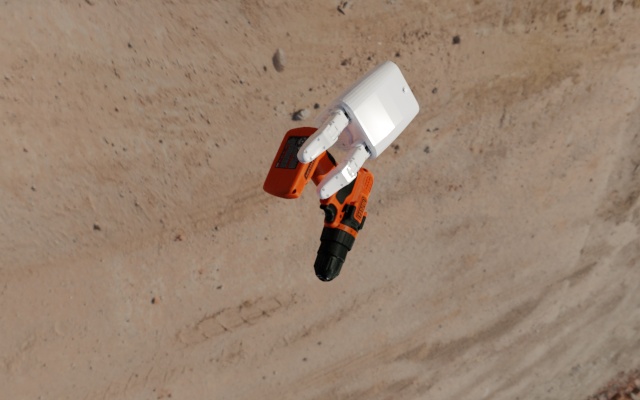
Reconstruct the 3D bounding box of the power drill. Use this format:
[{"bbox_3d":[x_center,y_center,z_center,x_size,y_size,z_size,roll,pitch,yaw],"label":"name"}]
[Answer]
[{"bbox_3d":[0.000,0.002,0.666,0.057,0.184,0.188,5,-25,34],"label":"power drill"}]
